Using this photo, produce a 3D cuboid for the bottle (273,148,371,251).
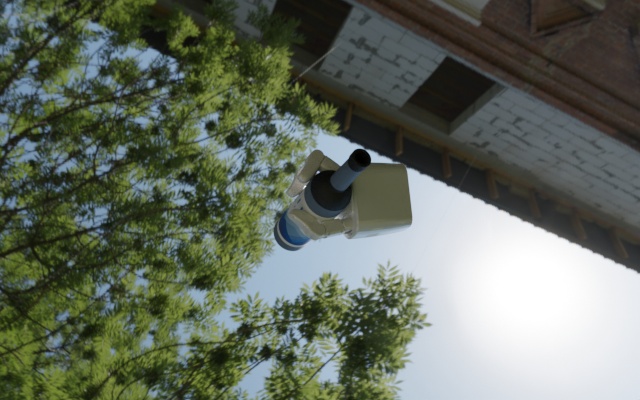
[{"bbox_3d":[0.000,0.003,0.734,0.069,0.069,0.296,0,-23,-23],"label":"bottle"}]
